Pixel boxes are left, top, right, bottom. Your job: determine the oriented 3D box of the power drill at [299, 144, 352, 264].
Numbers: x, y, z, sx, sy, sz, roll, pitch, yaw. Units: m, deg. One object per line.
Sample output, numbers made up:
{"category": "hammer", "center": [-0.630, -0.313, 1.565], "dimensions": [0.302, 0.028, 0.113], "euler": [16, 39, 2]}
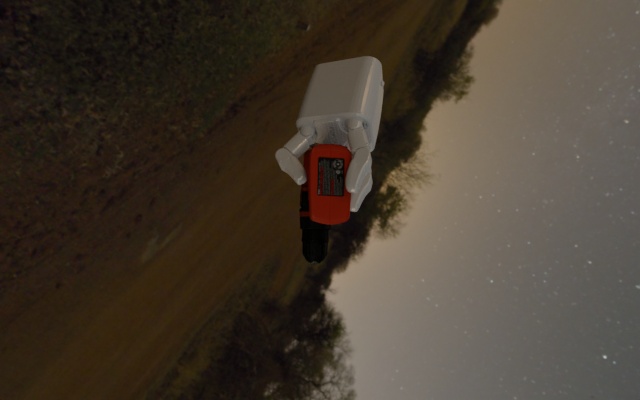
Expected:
{"category": "power drill", "center": [0.000, 0.002, 0.696], "dimensions": [0.057, 0.184, 0.187], "euler": [0, -6, -9]}
